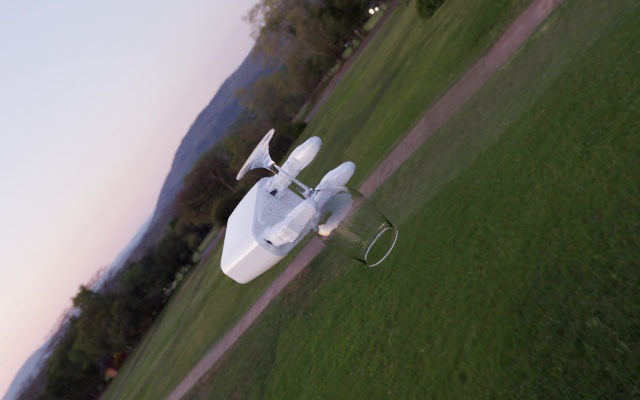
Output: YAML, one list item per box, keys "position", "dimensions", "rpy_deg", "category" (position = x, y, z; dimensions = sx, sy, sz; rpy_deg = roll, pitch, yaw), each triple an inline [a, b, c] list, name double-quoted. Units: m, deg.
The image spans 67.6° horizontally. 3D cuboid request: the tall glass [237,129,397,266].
- position: [0.000, 0.002, 0.589]
  dimensions: [0.201, 0.079, 0.079]
  rpy_deg: [36, -10, -14]
  category: "tall glass"
